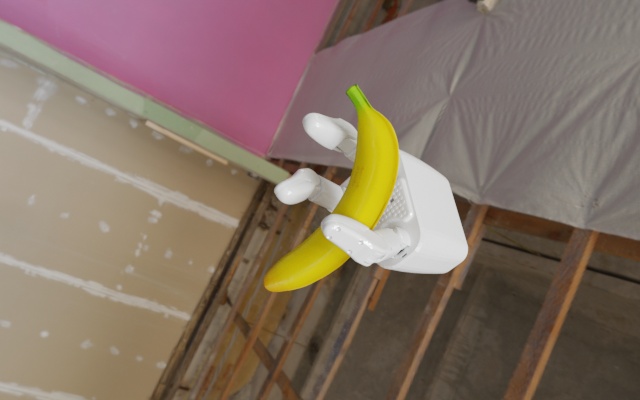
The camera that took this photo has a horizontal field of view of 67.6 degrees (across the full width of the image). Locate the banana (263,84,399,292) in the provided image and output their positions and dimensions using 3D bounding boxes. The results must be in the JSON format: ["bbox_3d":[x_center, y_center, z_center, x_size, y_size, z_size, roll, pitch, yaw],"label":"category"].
[{"bbox_3d":[0.017,0.007,0.408,0.069,0.198,0.037,30,15,19],"label":"banana"}]
